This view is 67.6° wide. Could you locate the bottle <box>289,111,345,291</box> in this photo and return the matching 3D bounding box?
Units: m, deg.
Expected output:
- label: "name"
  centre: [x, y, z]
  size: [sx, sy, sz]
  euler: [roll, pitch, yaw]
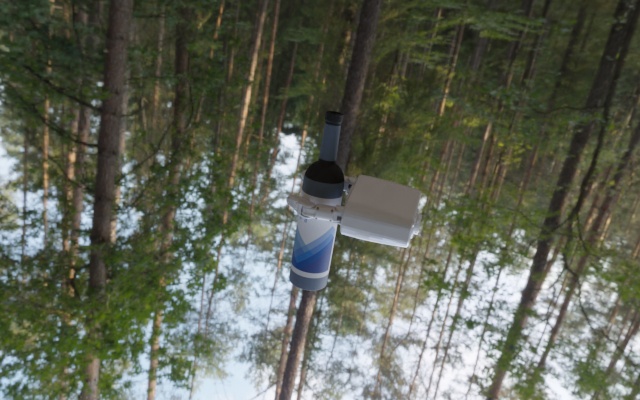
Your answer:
- label: "bottle"
  centre: [0.000, 0.003, 0.779]
  size: [0.069, 0.296, 0.069]
  euler: [8, 20, -3]
